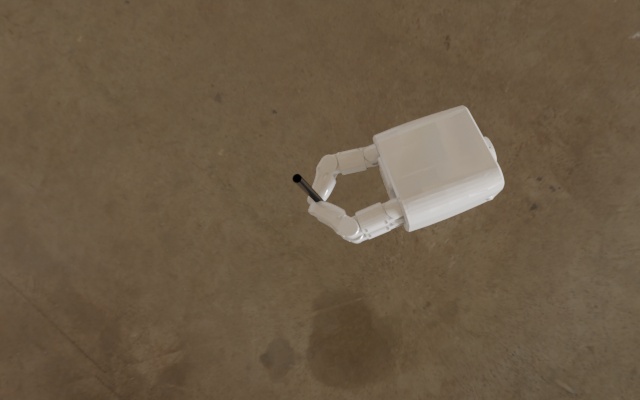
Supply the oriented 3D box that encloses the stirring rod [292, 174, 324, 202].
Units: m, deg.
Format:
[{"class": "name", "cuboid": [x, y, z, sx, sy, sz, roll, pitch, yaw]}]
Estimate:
[{"class": "stirring rod", "cuboid": [0.000, 0.002, 0.526, 0.011, 0.011, 0.239, 0, -10, 10]}]
